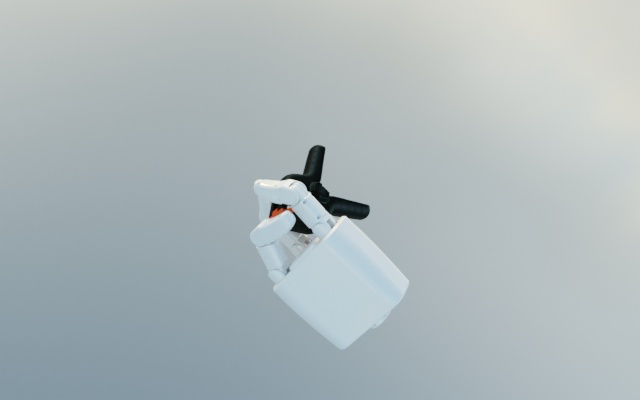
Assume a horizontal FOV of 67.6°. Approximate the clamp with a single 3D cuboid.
[{"bbox_3d":[0.000,0.002,0.599,0.039,0.120,0.171,-47,0,37],"label":"clamp"}]
